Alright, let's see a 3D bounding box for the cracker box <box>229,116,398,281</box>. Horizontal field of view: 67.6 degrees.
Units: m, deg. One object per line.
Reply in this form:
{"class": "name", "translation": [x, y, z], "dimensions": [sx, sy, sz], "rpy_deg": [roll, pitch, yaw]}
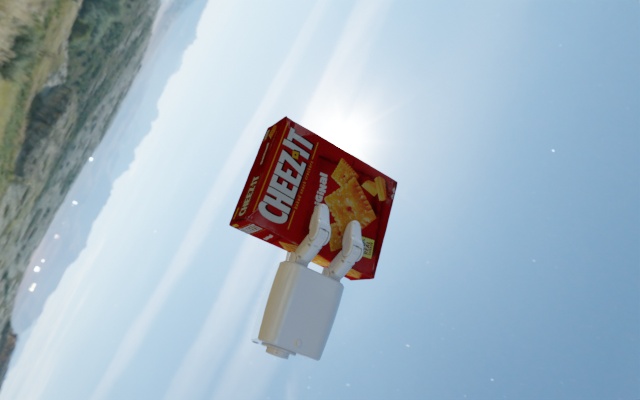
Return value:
{"class": "cracker box", "translation": [0.000, 0.002, 0.695], "dimensions": [0.214, 0.164, 0.072], "rpy_deg": [28, -23, -24]}
